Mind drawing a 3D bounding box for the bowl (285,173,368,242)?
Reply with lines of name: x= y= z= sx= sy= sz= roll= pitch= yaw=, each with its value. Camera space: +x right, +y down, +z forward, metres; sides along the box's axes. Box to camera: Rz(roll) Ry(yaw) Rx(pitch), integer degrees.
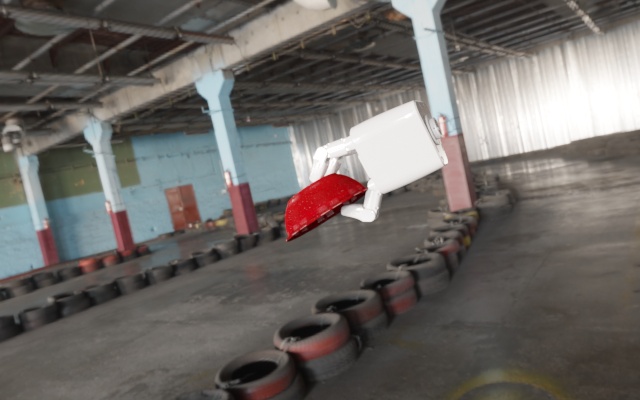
bowl: x=-0.001 y=0.003 z=0.775 sx=0.162 sy=0.055 sz=0.162 roll=-32 pitch=-6 yaw=-4
